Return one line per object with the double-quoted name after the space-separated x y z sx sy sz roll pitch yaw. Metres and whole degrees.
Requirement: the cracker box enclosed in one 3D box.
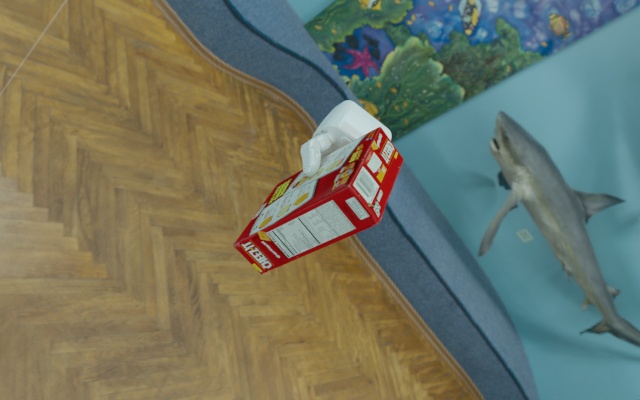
0.000 0.002 0.674 0.214 0.072 0.164 -27 20 34 "cracker box"
